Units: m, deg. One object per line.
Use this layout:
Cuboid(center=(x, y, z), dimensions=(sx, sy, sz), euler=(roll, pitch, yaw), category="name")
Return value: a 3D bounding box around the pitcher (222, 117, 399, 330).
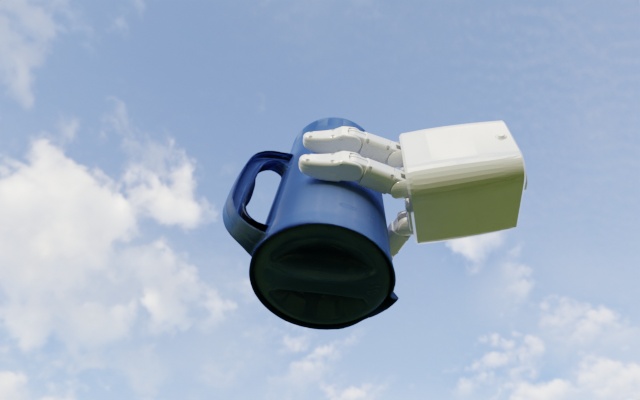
Cuboid(center=(0.000, 0.002, 0.519), dimensions=(0.145, 0.149, 0.242), euler=(-10, 34, 11), category="pitcher")
